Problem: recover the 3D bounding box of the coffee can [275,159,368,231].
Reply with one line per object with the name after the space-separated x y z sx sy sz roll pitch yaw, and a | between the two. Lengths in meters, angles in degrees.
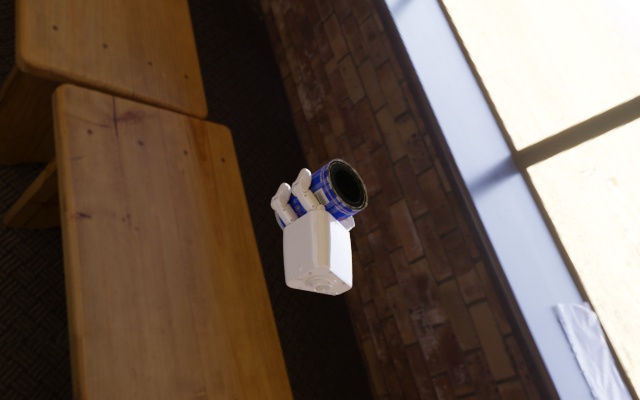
0.000 0.003 0.868 0.140 0.102 0.103 -33 -20 35 | coffee can
